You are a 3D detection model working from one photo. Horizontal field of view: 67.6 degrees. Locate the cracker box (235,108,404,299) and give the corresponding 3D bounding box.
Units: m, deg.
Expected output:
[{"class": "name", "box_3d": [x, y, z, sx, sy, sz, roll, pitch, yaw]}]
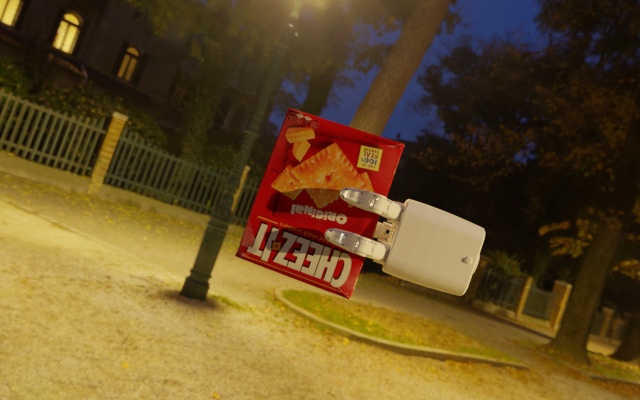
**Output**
[{"class": "cracker box", "box_3d": [0.000, 0.002, 0.643, 0.164, 0.213, 0.072, 19, -2, 6]}]
